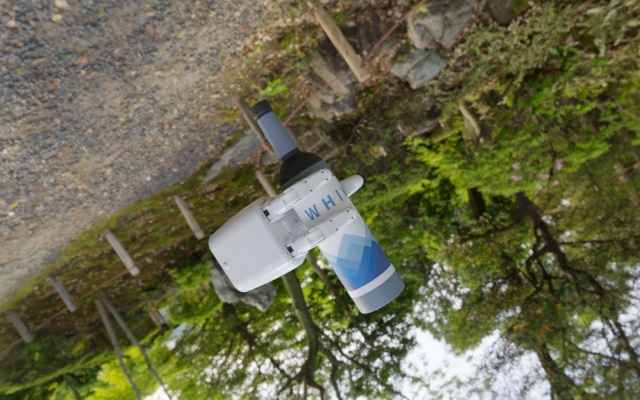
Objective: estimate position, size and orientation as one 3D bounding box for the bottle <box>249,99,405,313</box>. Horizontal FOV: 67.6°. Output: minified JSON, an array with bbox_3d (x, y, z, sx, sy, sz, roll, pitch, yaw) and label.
[{"bbox_3d":[0.000,0.002,0.610,0.069,0.295,0.069,-33,1,0],"label":"bottle"}]
